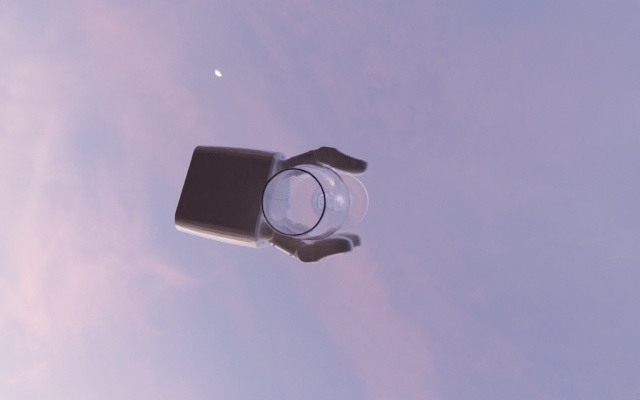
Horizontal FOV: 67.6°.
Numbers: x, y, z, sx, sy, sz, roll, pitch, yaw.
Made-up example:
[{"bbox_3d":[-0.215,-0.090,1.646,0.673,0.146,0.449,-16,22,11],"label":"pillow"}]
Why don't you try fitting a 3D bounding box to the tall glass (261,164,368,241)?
[{"bbox_3d":[0.000,0.002,0.523,0.079,0.079,0.201,0,0,14],"label":"tall glass"}]
